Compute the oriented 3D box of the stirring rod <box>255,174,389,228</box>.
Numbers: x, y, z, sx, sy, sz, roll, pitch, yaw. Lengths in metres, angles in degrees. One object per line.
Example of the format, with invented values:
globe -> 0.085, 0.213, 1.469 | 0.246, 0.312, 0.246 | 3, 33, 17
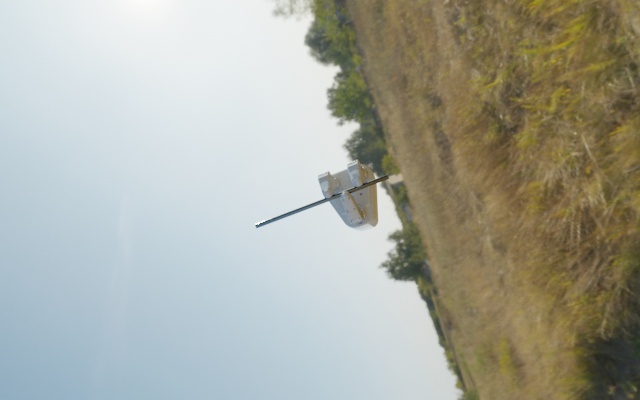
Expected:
stirring rod -> 0.000, 0.003, 0.801 | 0.239, 0.011, 0.011 | -21, -4, 10
